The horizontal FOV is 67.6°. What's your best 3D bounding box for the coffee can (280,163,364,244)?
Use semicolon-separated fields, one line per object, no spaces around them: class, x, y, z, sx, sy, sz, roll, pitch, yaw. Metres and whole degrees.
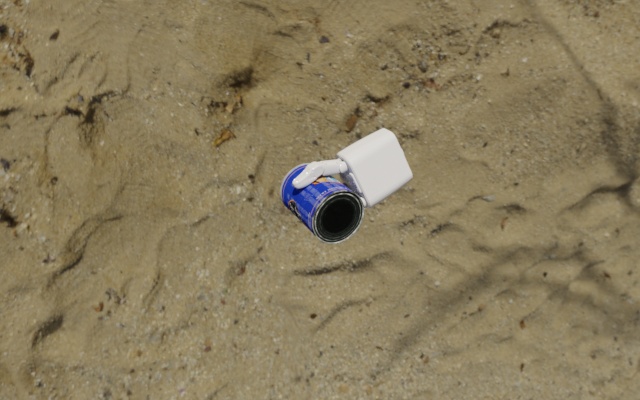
coffee can;0.000;0.003;0.871;0.103;0.103;0.140;0;23;-30
